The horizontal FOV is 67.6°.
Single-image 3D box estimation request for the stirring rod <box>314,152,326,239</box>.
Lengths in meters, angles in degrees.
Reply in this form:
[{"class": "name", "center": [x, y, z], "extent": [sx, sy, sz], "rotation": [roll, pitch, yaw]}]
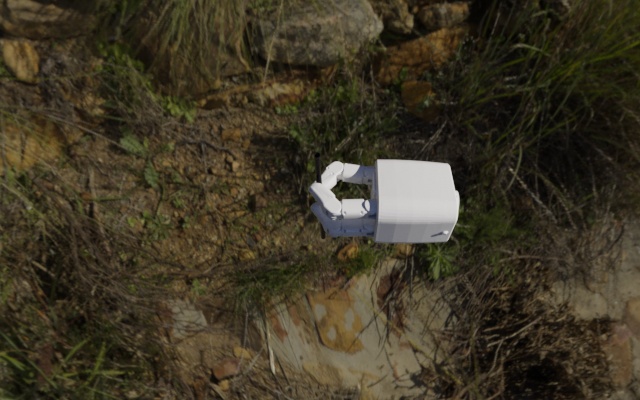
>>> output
[{"class": "stirring rod", "center": [0.000, 0.002, 0.703], "extent": [0.011, 0.011, 0.240], "rotation": [0, -30, 2]}]
